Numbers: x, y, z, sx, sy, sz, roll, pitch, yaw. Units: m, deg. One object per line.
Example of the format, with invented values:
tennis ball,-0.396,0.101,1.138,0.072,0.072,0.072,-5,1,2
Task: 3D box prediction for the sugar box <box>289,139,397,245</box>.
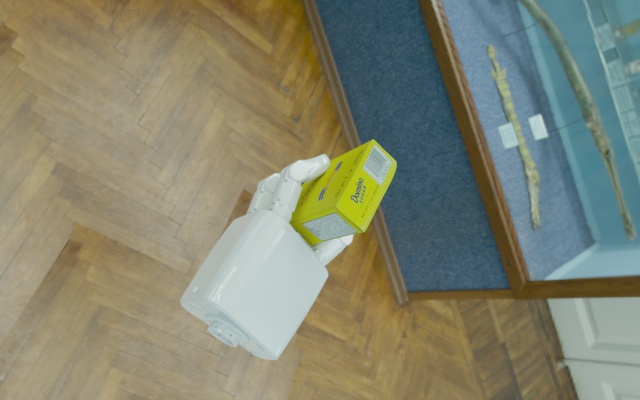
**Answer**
sugar box,0.000,0.001,0.531,0.048,0.093,0.176,42,-31,-20
